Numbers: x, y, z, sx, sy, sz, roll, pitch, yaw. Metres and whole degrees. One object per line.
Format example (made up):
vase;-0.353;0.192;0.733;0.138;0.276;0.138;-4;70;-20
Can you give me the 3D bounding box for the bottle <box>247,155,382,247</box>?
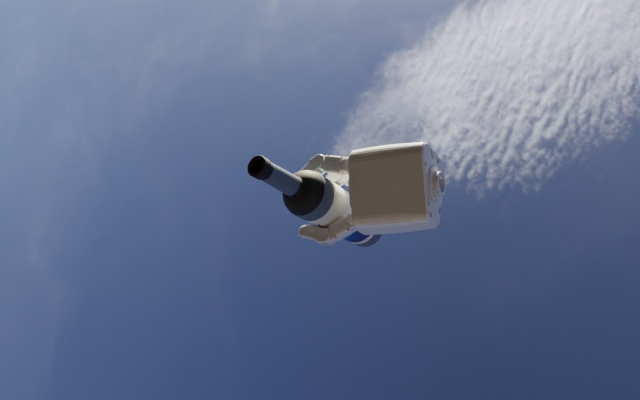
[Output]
bottle;0.000;0.002;0.683;0.069;0.069;0.296;0;-17;33
